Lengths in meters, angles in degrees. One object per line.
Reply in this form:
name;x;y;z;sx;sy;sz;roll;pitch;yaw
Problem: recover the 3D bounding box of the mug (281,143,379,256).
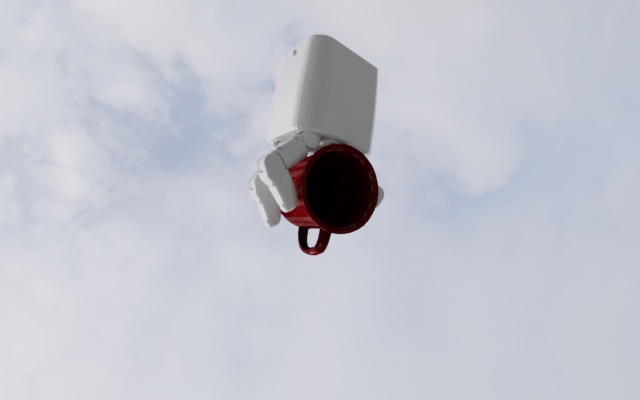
mug;0.000;0.003;0.517;0.093;0.117;0.081;14;-10;-29
